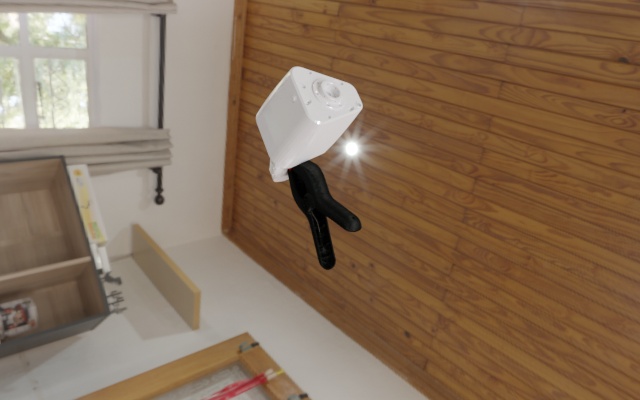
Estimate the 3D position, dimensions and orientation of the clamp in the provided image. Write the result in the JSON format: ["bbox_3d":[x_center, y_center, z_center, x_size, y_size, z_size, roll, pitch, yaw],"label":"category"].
[{"bbox_3d":[0.000,0.002,0.673,0.039,0.171,0.120,-14,-20,-36],"label":"clamp"}]
